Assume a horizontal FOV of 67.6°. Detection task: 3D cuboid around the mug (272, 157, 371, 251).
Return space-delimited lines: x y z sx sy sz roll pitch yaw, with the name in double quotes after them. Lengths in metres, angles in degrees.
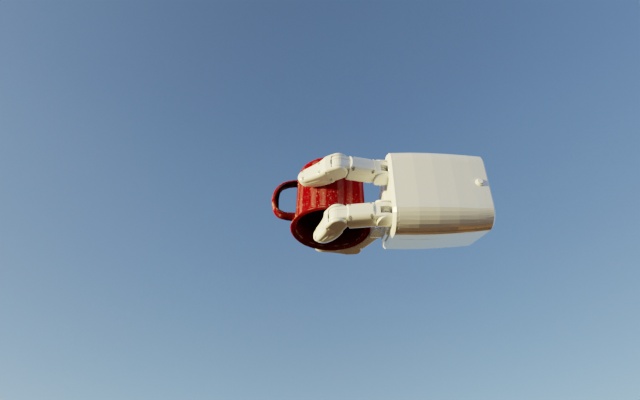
-0.001 0.002 0.576 0.117 0.081 0.093 2 -36 -2 "mug"
